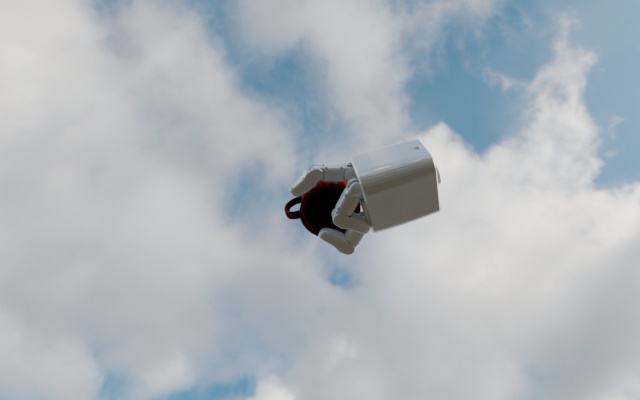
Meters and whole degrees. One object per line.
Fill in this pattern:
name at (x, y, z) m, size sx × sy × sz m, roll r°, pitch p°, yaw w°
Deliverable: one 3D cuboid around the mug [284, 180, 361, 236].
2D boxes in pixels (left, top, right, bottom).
mug at (-0.001, 0.003, 0.755) m, size 0.117 × 0.093 × 0.081 m, roll -16°, pitch 27°, yaw 3°
